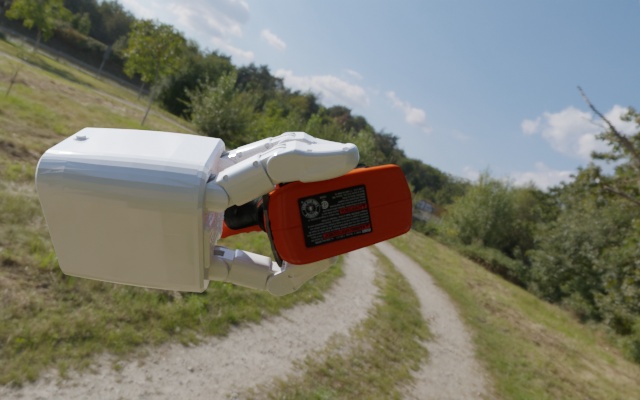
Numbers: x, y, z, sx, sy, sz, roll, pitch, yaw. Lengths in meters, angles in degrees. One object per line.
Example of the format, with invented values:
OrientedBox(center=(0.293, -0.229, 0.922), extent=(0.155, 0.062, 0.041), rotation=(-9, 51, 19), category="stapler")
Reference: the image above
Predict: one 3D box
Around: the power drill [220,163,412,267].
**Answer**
OrientedBox(center=(0.000, 0.001, 0.416), extent=(0.184, 0.057, 0.187), rotation=(-15, 7, -19), category="power drill")
